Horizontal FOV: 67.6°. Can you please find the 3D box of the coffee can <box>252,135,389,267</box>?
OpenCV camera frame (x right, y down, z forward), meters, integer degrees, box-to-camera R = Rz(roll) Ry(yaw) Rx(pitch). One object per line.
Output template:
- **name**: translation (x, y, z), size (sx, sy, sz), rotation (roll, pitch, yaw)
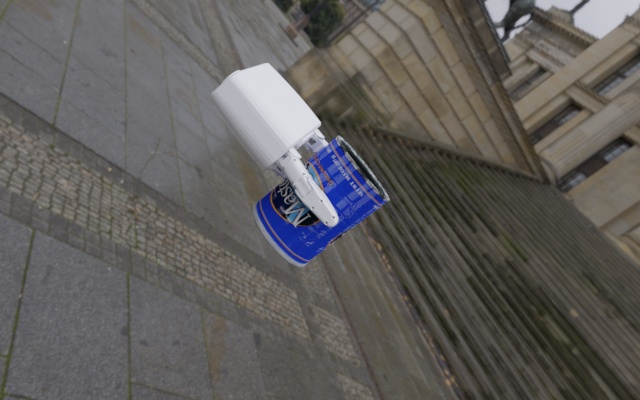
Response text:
- **coffee can**: translation (0.000, 0.002, 0.601), size (0.140, 0.103, 0.103), rotation (-38, -9, 12)
